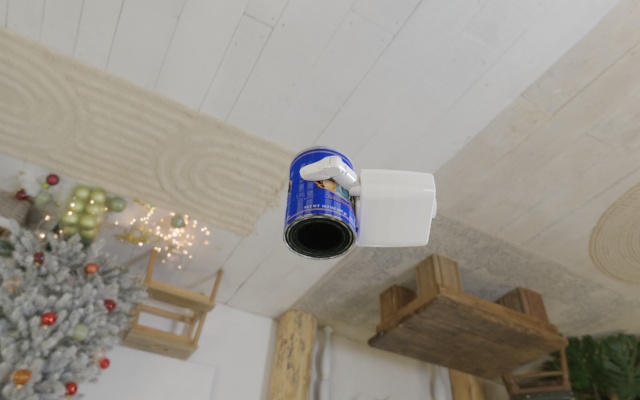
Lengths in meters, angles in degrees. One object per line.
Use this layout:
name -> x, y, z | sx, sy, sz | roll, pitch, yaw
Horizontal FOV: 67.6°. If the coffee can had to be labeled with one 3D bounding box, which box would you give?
coffee can -> 0.000, 0.002, 0.711 | 0.103, 0.140, 0.103 | 1, -42, 1
